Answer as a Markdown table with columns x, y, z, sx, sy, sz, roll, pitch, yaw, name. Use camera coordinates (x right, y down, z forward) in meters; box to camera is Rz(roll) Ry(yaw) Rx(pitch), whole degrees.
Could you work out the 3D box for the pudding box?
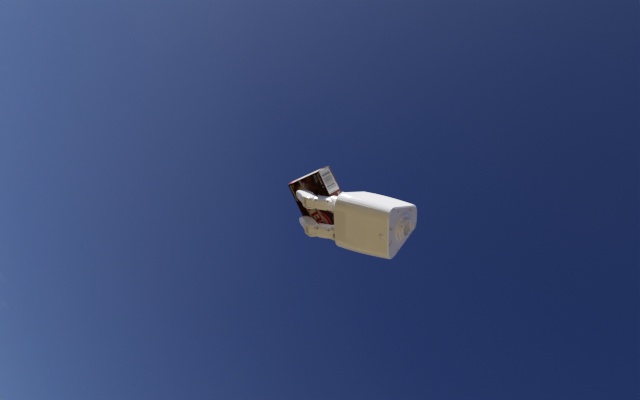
| x | y | z | sx | sy | sz | roll | pitch | yaw | name |
| --- | --- | --- | --- | --- | --- | --- | --- | --- | --- |
| 0.000 | 0.003 | 0.889 | 0.090 | 0.113 | 0.039 | -21 | 4 | 44 | pudding box |
